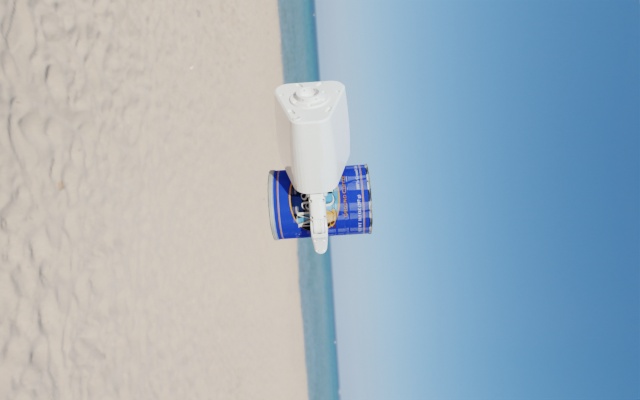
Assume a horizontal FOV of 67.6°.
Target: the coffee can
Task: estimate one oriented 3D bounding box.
[{"bbox_3d":[0.000,0.002,0.693,0.140,0.103,0.103,-4,0,1],"label":"coffee can"}]
